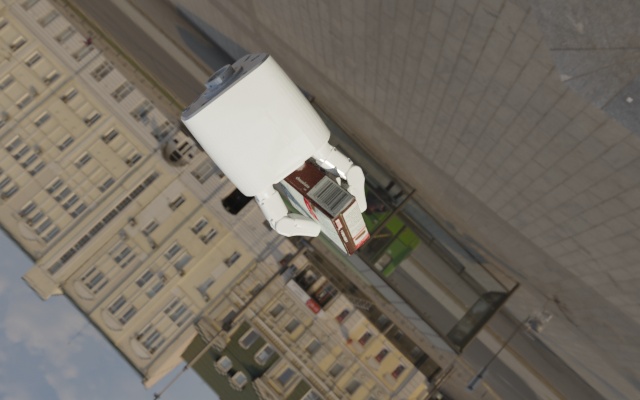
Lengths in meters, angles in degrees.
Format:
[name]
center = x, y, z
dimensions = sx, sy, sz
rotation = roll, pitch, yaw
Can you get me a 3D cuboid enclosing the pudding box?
[pudding box]
center = 0.000, 0.002, 0.553
dimensions = 0.113, 0.039, 0.090
rotation = 41, -12, 33
